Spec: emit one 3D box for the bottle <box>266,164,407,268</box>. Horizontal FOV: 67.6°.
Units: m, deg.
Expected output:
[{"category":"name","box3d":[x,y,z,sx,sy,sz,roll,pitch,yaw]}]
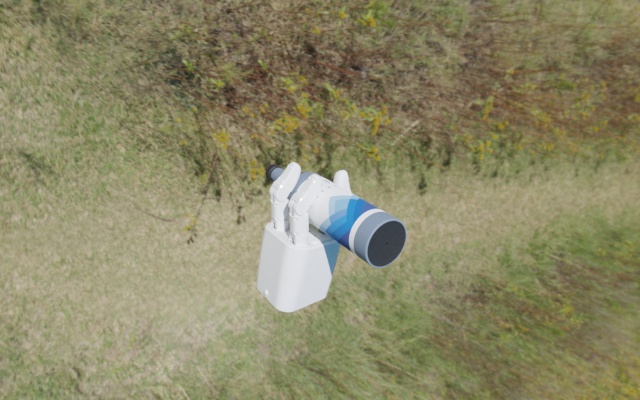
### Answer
[{"category":"bottle","box3d":[0.000,0.002,0.695,0.069,0.069,0.295,0,20,-36]}]
